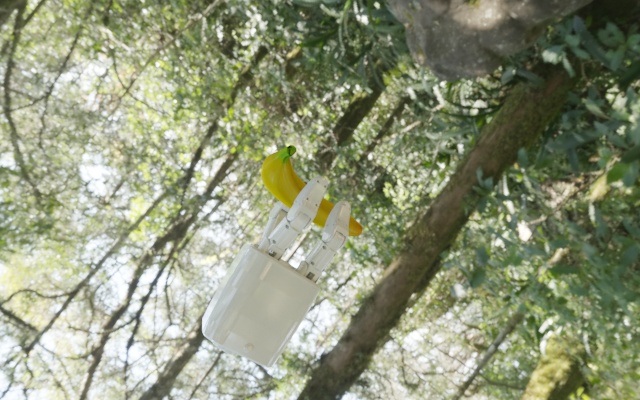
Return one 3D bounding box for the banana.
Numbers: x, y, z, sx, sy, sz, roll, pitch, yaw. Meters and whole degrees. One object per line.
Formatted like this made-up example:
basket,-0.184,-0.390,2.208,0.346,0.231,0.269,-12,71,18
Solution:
banana,-0.016,-0.003,0.573,0.069,0.037,0.198,13,-20,35
